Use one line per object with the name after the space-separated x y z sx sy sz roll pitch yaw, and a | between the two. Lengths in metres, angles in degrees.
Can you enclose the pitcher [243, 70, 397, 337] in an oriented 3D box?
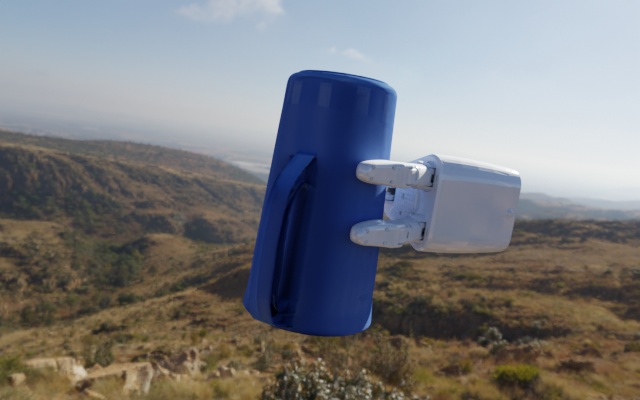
0.000 0.002 0.469 0.145 0.243 0.149 6 8 -20 | pitcher
